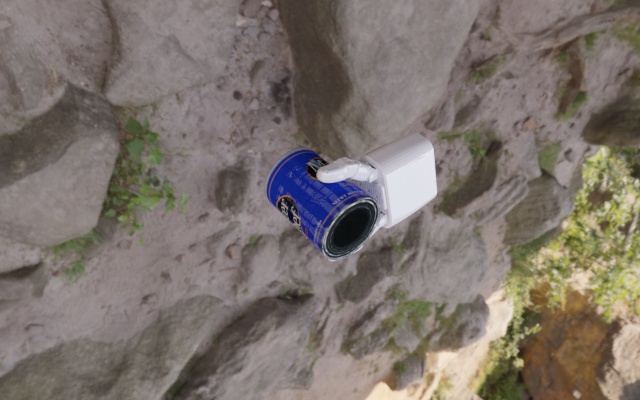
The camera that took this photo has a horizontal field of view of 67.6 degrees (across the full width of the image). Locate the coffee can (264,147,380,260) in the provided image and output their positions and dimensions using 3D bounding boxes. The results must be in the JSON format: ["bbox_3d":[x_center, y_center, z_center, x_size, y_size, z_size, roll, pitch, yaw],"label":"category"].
[{"bbox_3d":[0.000,0.002,0.678,0.103,0.103,0.140,0,32,-46],"label":"coffee can"}]
